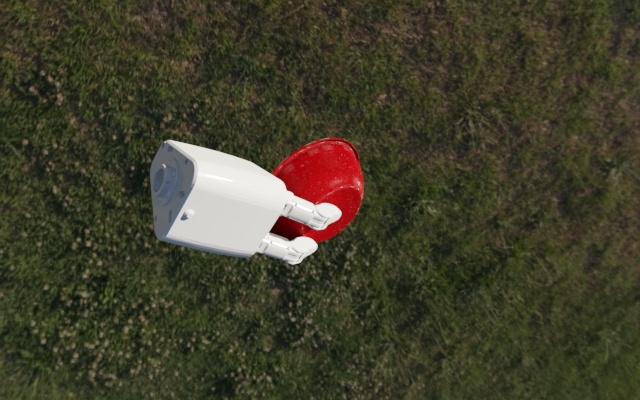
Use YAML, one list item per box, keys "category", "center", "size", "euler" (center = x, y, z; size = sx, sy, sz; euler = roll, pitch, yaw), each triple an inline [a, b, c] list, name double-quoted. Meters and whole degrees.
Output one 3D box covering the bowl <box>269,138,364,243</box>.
- category: "bowl"
  center: [0.001, 0.002, 0.610]
  size: [0.162, 0.162, 0.055]
  euler: [0, 38, -46]
